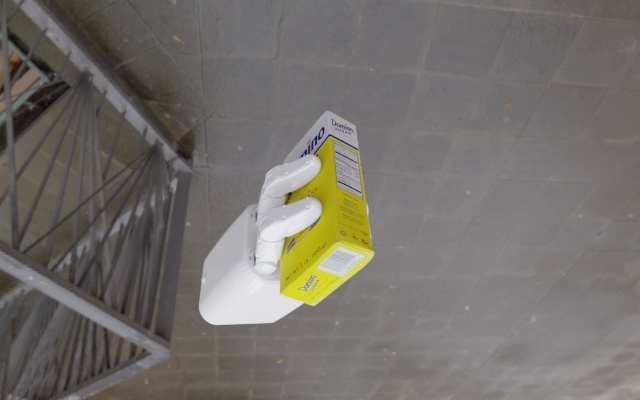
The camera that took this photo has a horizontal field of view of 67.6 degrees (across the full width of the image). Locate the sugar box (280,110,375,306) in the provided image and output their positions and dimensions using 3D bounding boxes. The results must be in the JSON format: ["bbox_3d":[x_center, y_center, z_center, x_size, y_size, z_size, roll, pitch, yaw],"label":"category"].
[{"bbox_3d":[0.000,0.002,0.468,0.048,0.176,0.093,23,-50,-29],"label":"sugar box"}]
